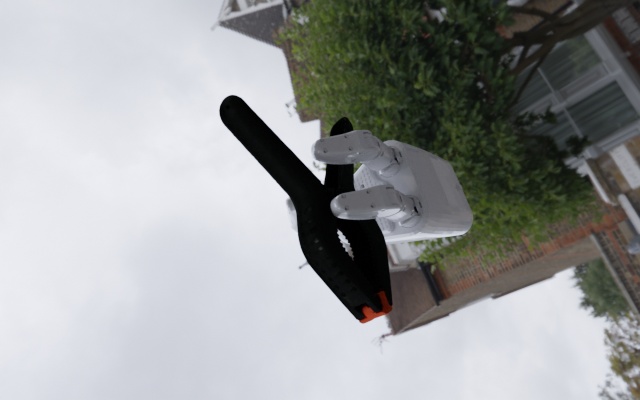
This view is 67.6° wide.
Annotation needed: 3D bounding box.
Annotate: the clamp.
[{"bbox_3d":[0.000,0.002,0.409,0.164,0.210,0.036,7,-32,-46],"label":"clamp"}]
